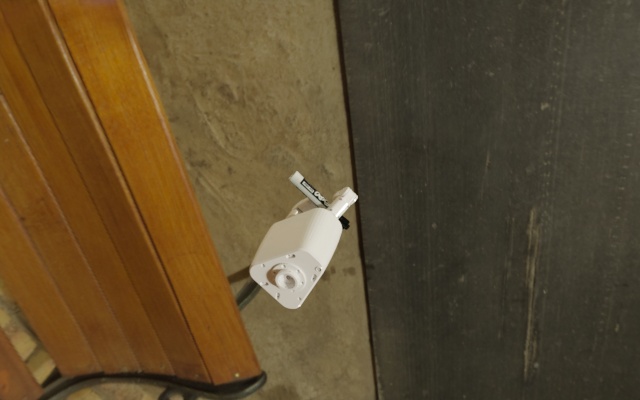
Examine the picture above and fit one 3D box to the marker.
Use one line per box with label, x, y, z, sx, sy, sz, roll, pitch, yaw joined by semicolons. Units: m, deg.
marker;0.000;0.002;0.738;0.121;0.020;0.020;44;-10;-11
